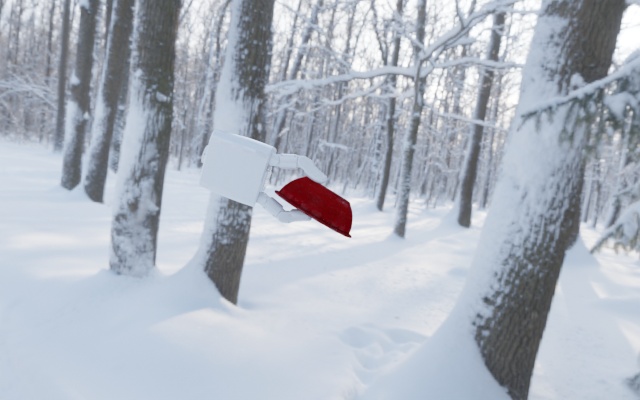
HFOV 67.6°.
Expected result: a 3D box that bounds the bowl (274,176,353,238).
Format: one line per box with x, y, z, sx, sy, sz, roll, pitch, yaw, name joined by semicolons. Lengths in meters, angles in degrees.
0.001;0.003;0.853;0.162;0.055;0.162;32;2;-1;bowl
